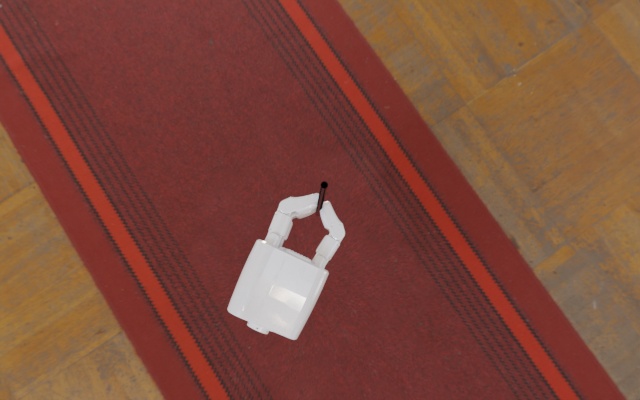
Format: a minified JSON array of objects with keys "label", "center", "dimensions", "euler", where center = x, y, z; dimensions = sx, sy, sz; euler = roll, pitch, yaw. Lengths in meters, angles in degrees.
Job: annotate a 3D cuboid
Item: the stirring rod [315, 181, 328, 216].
[{"label":"stirring rod","center":[0.000,0.002,0.639],"dimensions":[0.011,0.011,0.239],"euler":[0,-9,-2]}]
